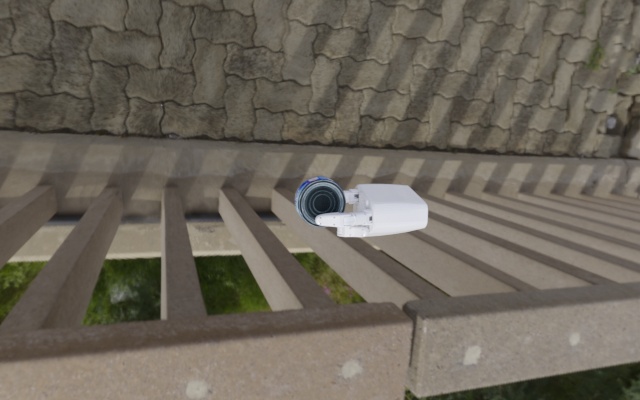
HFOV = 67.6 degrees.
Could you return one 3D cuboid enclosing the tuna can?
[{"bbox_3d":[0.000,0.003,0.822,0.086,0.086,0.033,0,11,-13],"label":"tuna can"}]
